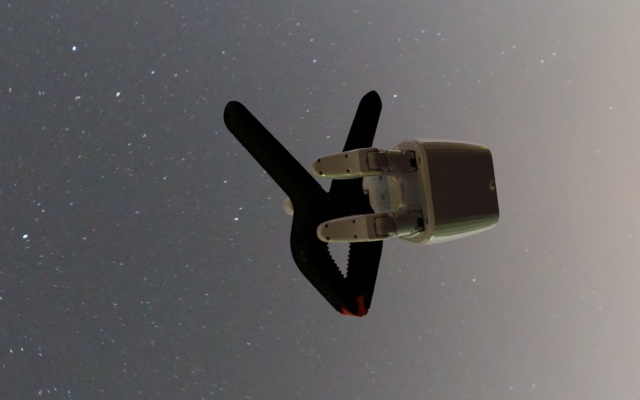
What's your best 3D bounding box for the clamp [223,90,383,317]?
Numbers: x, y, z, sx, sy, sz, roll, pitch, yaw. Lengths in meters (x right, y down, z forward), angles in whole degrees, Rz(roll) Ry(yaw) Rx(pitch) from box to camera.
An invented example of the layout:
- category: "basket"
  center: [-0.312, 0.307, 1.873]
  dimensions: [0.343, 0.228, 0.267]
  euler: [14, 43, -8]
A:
- category: "clamp"
  center: [0.000, 0.002, 0.425]
  dimensions: [0.164, 0.210, 0.036]
  euler: [-5, -3, -33]
